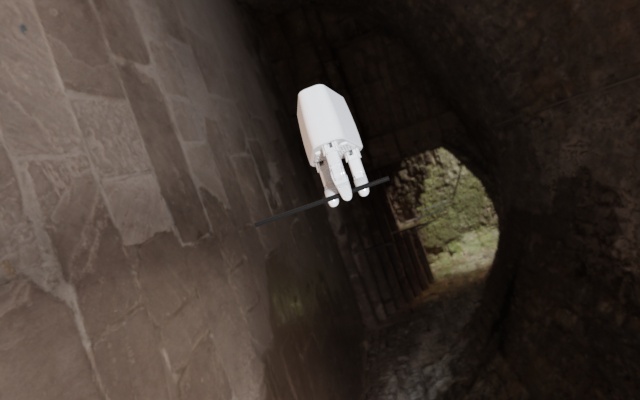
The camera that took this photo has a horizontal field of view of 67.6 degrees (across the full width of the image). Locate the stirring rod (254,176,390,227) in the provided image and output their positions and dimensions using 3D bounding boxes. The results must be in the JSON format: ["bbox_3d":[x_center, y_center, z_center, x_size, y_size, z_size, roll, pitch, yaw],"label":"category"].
[{"bbox_3d":[0.000,0.003,0.801,0.239,0.011,0.011,-19,-3,8],"label":"stirring rod"}]
